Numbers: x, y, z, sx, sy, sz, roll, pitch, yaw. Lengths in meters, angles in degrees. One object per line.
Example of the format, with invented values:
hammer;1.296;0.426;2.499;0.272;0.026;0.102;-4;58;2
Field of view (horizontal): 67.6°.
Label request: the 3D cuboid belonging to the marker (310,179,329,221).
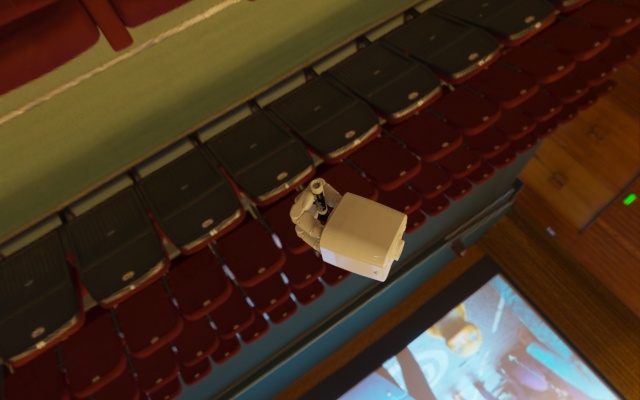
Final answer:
marker;0.000;0.003;0.791;0.020;0.020;0.121;0;-27;7
